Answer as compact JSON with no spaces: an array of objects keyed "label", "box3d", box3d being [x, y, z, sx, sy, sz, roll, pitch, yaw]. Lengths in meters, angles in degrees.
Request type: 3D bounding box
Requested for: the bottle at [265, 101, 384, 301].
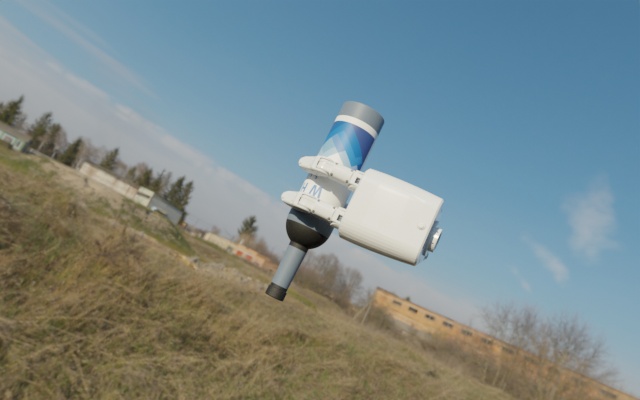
[{"label":"bottle","box3d":[0.000,0.002,0.677,0.069,0.295,0.069,25,-10,5]}]
